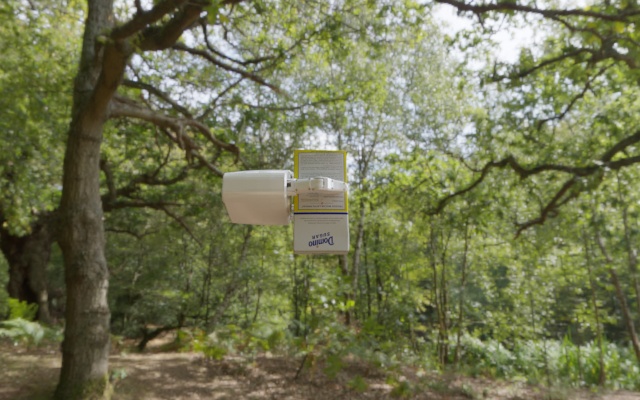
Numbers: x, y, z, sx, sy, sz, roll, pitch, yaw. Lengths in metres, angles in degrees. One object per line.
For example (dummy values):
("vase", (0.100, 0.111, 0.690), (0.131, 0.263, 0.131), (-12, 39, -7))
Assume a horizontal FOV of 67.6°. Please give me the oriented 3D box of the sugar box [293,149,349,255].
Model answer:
("sugar box", (0.000, 0.003, 0.809), (0.093, 0.176, 0.048), (1, -13, -2))
